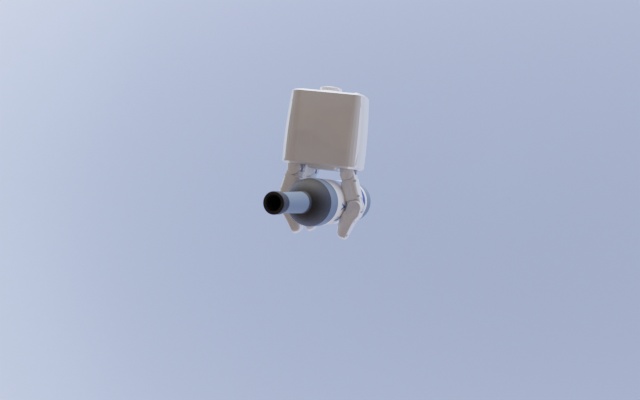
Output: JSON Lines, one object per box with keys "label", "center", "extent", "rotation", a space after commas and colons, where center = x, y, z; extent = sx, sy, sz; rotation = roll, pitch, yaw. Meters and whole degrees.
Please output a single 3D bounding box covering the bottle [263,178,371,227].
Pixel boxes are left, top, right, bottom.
{"label": "bottle", "center": [0.000, 0.002, 0.680], "extent": [0.069, 0.069, 0.296], "rotation": [0, 0, 21]}
